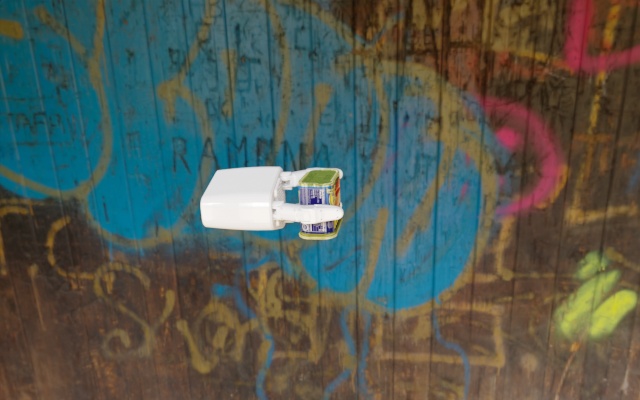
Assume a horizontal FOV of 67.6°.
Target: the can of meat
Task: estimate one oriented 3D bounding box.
[{"bbox_3d":[0.000,0.002,0.727,0.057,0.084,0.102,0,16,10],"label":"can of meat"}]
